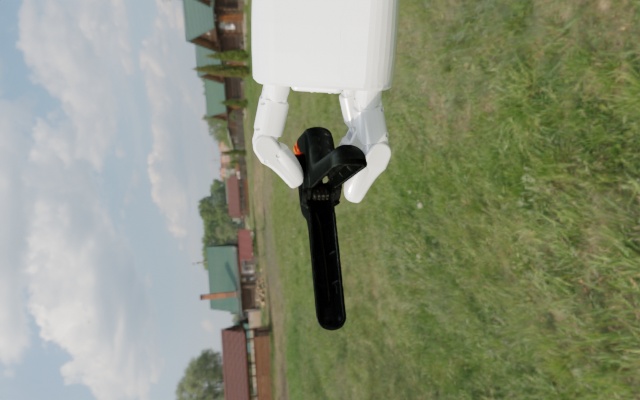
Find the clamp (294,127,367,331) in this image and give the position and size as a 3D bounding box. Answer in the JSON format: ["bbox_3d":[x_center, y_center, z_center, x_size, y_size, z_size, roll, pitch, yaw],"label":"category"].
[{"bbox_3d":[-0.001,0.001,0.441,0.036,0.165,0.210,0,24,-10],"label":"clamp"}]
